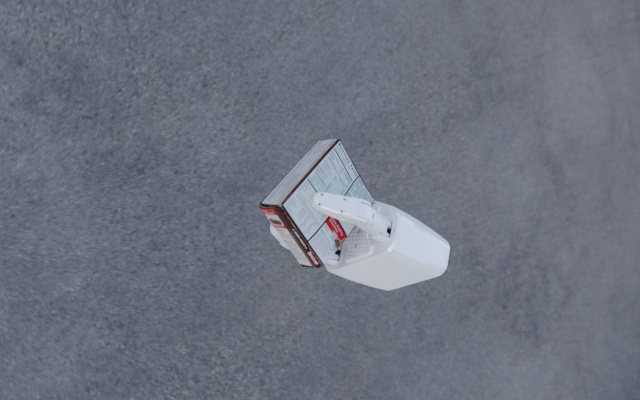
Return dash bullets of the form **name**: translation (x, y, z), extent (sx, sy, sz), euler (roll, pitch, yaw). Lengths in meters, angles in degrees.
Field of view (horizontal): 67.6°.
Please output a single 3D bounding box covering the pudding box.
- **pudding box**: translation (0.000, 0.002, 0.507), extent (0.039, 0.090, 0.113), euler (-3, 39, 46)
